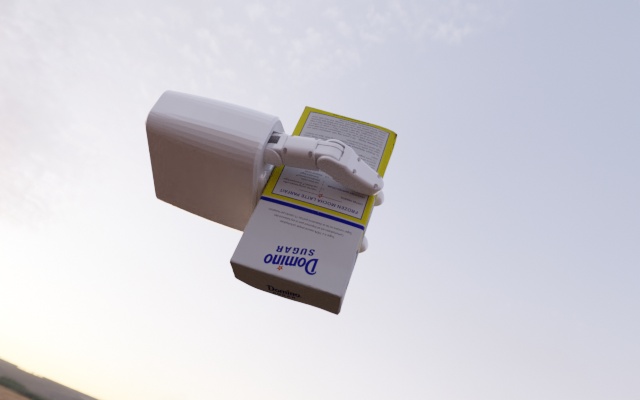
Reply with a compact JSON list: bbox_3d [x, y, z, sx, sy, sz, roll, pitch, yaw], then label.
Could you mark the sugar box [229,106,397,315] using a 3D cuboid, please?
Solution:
[{"bbox_3d":[0.000,0.002,0.417,0.093,0.176,0.048,17,-30,9],"label":"sugar box"}]
